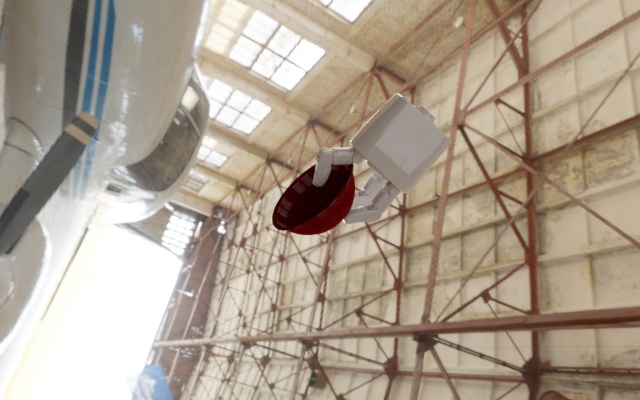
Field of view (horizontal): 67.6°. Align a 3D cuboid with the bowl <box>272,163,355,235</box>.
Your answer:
[{"bbox_3d":[-0.001,0.003,0.766,0.162,0.162,0.055,0,-43,53],"label":"bowl"}]
